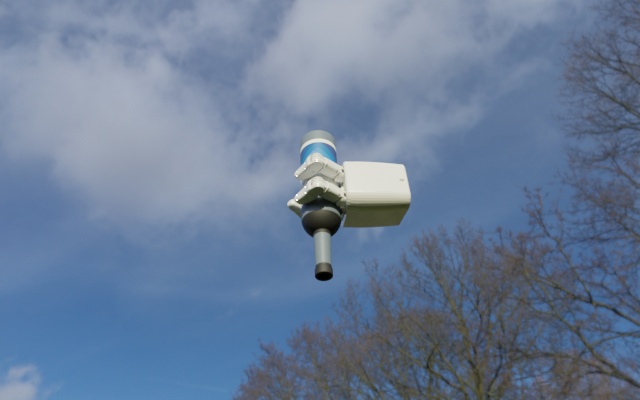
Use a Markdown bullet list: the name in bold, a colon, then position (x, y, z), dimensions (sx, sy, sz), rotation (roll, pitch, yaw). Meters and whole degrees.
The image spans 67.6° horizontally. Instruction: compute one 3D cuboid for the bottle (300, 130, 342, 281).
- **bottle**: position (0.000, 0.002, 0.807), dimensions (0.069, 0.295, 0.069), rotation (-2, -41, -1)
